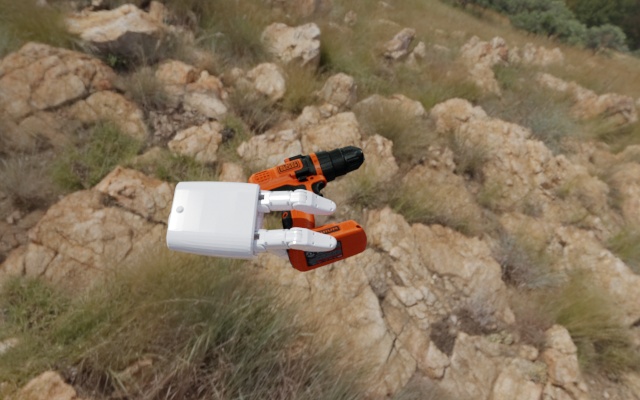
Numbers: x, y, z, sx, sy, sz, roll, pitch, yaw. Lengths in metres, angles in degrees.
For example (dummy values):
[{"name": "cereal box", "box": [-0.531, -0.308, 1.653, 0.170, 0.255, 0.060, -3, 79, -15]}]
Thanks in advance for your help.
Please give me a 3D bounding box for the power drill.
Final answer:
[{"name": "power drill", "box": [0.000, 0.003, 0.688, 0.184, 0.057, 0.187, -19, 45, -5]}]
